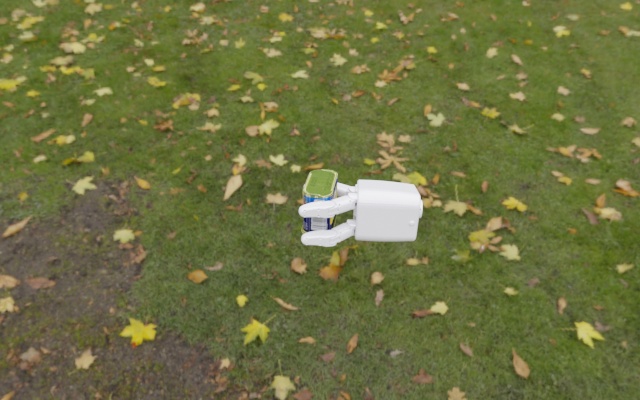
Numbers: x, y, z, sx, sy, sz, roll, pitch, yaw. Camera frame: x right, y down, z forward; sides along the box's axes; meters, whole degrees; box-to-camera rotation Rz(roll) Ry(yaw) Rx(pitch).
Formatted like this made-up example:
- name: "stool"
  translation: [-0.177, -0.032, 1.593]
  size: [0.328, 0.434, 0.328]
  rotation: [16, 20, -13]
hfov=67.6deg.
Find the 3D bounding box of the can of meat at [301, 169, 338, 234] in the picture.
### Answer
- name: "can of meat"
  translation: [0.000, 0.002, 0.845]
  size: [0.057, 0.084, 0.102]
  rotation: [5, 31, 7]
